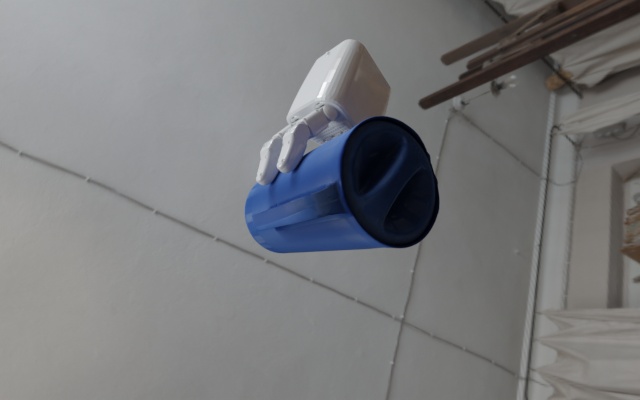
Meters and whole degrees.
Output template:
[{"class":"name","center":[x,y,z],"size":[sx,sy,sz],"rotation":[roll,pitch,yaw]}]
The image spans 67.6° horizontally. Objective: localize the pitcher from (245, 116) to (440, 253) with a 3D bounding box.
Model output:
[{"class":"pitcher","center":[0.000,0.002,0.556],"size":[0.149,0.145,0.243],"rotation":[32,-27,-26]}]
